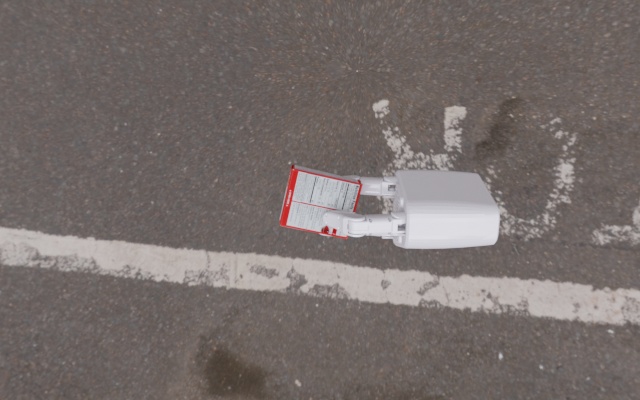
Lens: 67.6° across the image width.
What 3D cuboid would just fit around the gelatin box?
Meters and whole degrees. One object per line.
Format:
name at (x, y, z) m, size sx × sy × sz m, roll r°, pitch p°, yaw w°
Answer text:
gelatin box at (0.000, 0.002, 0.587) m, size 0.089 × 0.073 × 0.030 m, roll 12°, pitch 14°, yaw -7°
